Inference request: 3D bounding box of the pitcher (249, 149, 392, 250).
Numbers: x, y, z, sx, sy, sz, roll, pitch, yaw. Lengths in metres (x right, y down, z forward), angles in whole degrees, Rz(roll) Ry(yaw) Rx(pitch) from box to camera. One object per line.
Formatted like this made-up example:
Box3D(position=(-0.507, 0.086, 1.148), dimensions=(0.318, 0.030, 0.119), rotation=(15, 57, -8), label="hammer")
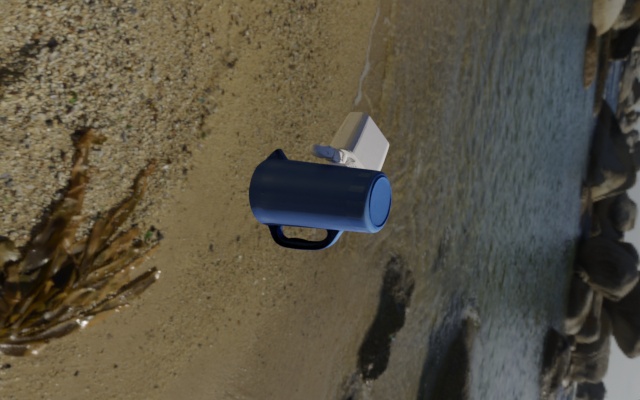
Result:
Box3D(position=(0.000, 0.003, 0.875), dimensions=(0.243, 0.145, 0.149), rotation=(6, -37, 31), label="pitcher")
